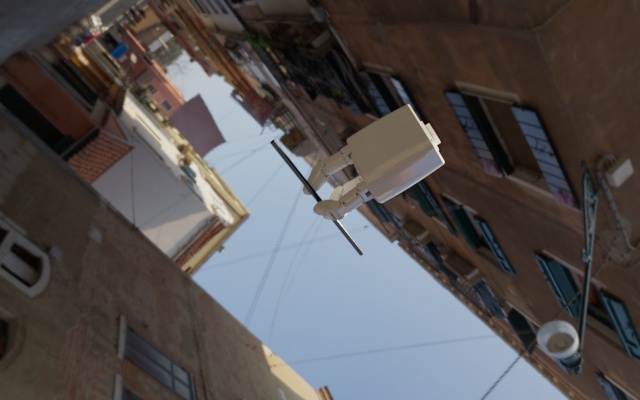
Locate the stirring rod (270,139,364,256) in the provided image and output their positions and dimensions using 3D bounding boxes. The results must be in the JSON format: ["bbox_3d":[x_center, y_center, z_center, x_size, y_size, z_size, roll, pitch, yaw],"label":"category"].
[{"bbox_3d":[0.000,0.002,0.710,0.011,0.011,0.240,0,-44,49],"label":"stirring rod"}]
